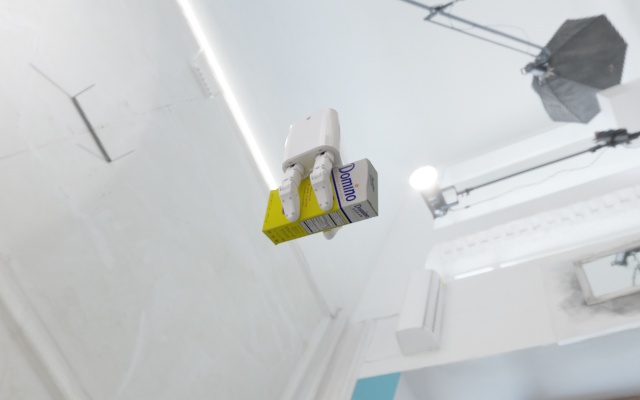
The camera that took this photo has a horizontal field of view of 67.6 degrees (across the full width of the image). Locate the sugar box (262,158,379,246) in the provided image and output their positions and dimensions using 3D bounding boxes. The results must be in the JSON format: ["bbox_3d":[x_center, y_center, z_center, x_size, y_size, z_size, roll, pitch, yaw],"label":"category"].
[{"bbox_3d":[0.000,0.002,0.727,0.176,0.093,0.048,-20,-49,24],"label":"sugar box"}]
